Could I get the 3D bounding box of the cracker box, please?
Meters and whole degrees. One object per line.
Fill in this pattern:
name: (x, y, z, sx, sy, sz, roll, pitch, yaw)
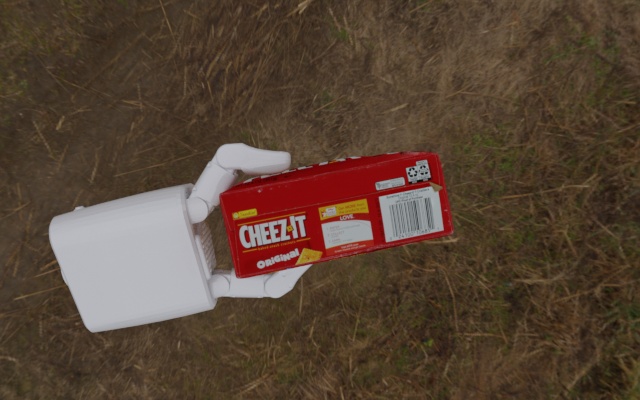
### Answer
cracker box: (0.000, 0.002, 0.441, 0.164, 0.072, 0.213, -11, 6, -6)
